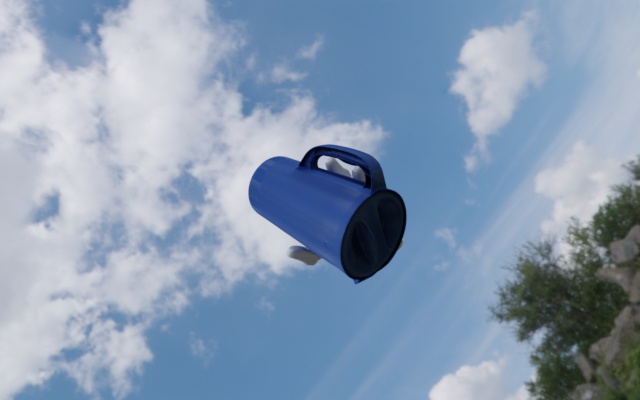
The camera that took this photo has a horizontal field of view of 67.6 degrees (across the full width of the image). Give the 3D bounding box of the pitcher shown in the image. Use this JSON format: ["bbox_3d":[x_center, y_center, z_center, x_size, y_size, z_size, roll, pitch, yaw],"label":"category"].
[{"bbox_3d":[0.000,0.003,0.721,0.242,0.149,0.145,26,-14,42],"label":"pitcher"}]
